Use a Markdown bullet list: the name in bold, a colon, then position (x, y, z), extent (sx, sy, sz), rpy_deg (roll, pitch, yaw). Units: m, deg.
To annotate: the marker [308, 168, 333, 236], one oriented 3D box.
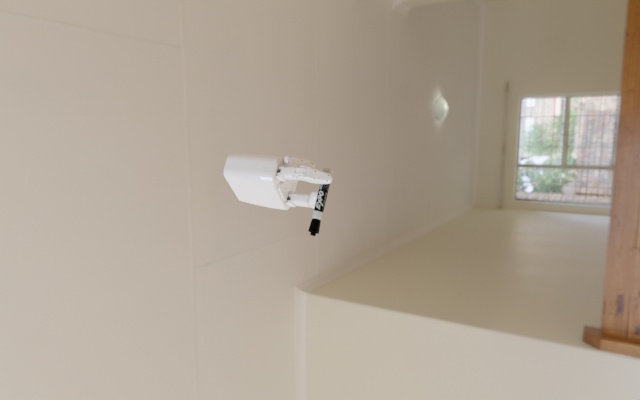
- **marker**: position (0.000, 0.003, 0.829), extent (0.020, 0.121, 0.020), rpy_deg (12, -14, 3)
